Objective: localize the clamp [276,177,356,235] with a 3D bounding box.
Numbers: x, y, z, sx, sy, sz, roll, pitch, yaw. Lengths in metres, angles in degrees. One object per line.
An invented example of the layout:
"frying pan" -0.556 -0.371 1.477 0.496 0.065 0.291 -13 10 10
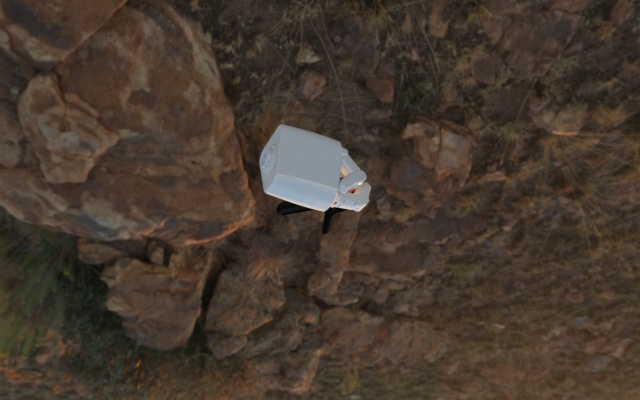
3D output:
"clamp" 0.000 0.003 0.865 0.120 0.039 0.171 15 -39 -25
